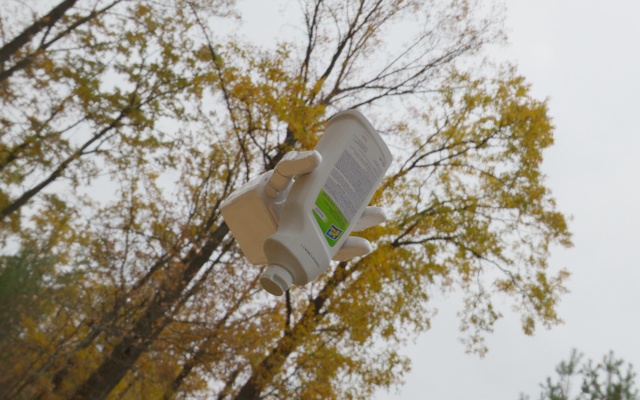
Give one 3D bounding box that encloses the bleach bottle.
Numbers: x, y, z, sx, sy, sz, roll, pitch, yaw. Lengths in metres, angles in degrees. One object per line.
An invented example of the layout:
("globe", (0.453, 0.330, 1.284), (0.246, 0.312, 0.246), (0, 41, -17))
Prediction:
("bleach bottle", (0.000, 0.002, 0.566), (0.068, 0.102, 0.250), (-21, 27, 47))
